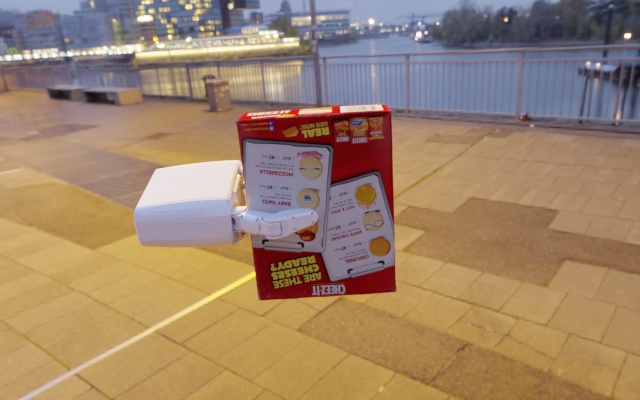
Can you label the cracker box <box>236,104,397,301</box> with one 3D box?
[{"bbox_3d":[0.000,0.002,0.553,0.164,0.214,0.072,-4,19,2],"label":"cracker box"}]
